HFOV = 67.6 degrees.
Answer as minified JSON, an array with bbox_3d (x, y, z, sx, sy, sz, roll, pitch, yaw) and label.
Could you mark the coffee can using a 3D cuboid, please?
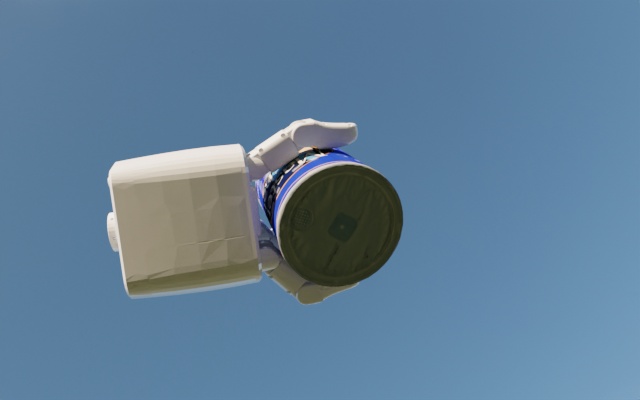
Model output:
[{"bbox_3d":[0.000,0.001,0.435,0.103,0.103,0.140,0,17,-15],"label":"coffee can"}]
